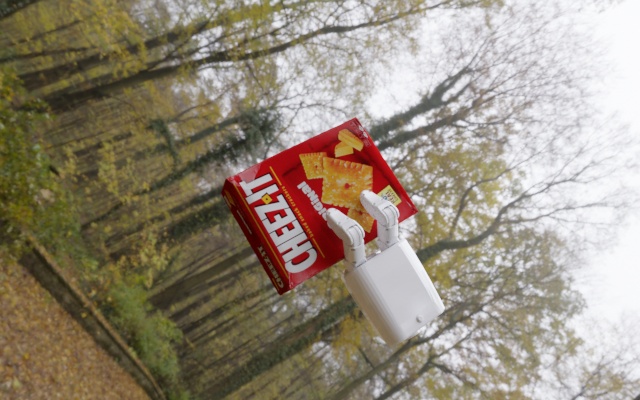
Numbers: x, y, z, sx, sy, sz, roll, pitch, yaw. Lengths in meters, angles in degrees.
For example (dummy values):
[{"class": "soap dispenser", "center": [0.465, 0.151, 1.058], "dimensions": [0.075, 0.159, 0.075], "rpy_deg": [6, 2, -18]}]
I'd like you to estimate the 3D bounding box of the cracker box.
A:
[{"class": "cracker box", "center": [0.000, 0.002, 0.650], "dimensions": [0.213, 0.164, 0.072], "rpy_deg": [-28, -8, -22]}]
